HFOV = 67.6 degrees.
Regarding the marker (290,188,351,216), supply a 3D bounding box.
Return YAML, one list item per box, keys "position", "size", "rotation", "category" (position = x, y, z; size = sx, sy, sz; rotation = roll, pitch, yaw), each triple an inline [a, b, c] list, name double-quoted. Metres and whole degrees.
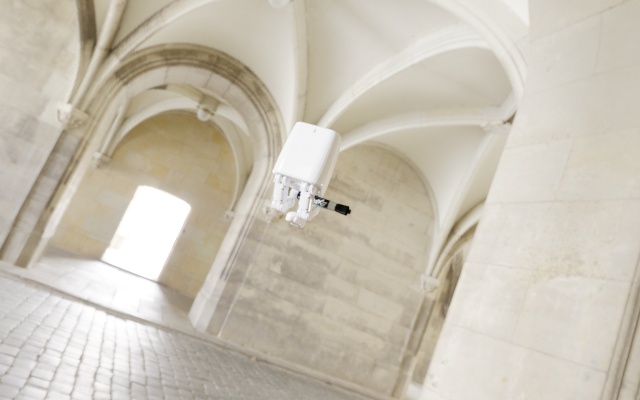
- position: [0.000, 0.003, 0.881]
  size: [0.121, 0.020, 0.020]
  rotation: [18, 6, 20]
  category: "marker"
